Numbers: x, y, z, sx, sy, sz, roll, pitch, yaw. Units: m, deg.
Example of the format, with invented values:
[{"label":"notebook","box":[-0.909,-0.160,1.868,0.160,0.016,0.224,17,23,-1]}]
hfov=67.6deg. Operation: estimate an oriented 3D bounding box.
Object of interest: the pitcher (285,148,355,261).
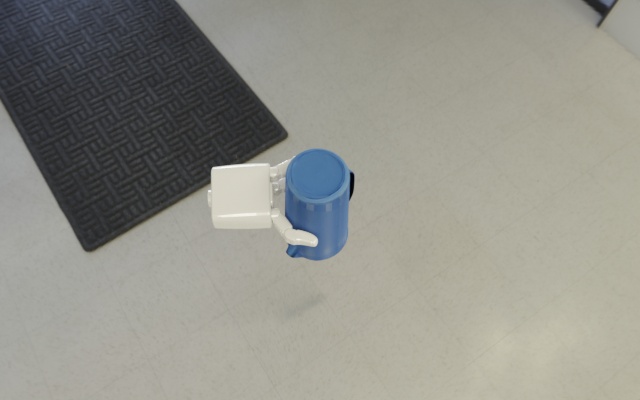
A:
[{"label":"pitcher","box":[0.000,0.003,0.895,0.145,0.149,0.243,-1,-27,-2]}]
